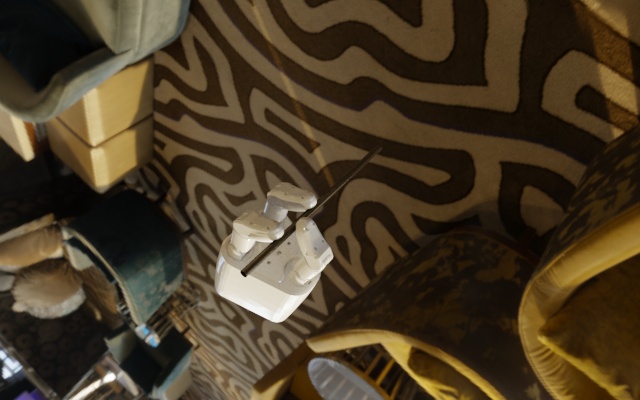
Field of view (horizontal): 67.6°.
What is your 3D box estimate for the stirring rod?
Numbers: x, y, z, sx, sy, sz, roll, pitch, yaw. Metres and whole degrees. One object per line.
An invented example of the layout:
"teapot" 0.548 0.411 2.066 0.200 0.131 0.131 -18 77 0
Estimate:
"stirring rod" 0.000 0.002 0.512 0.011 0.011 0.239 0 34 46
